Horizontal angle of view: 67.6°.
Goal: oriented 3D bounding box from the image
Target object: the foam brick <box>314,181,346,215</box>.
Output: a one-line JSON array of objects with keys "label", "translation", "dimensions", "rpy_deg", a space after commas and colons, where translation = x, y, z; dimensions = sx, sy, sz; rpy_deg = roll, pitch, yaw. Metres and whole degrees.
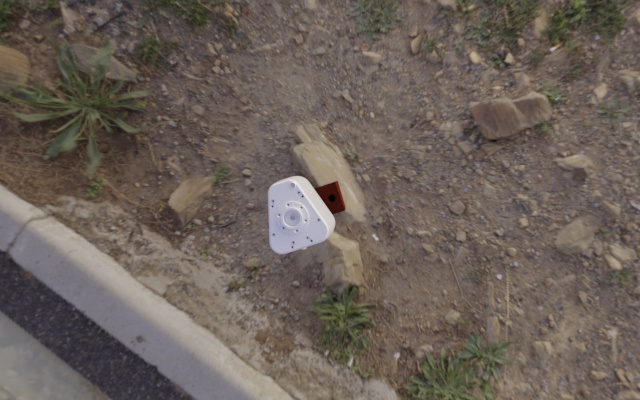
[{"label": "foam brick", "translation": [0.000, 0.003, 0.827], "dimensions": [0.078, 0.053, 0.051], "rpy_deg": [-19, 1, 5]}]
